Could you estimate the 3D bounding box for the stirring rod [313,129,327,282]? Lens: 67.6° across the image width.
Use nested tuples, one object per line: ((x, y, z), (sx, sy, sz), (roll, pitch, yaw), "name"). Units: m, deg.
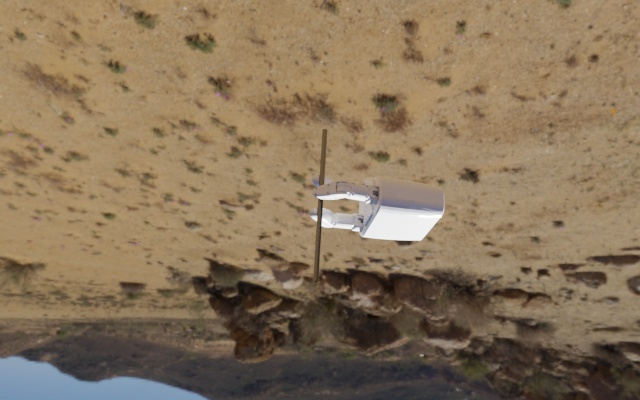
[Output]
((0.000, 0.002, 0.728), (0.011, 0.239, 0.011), (3, -16, 1), "stirring rod")
